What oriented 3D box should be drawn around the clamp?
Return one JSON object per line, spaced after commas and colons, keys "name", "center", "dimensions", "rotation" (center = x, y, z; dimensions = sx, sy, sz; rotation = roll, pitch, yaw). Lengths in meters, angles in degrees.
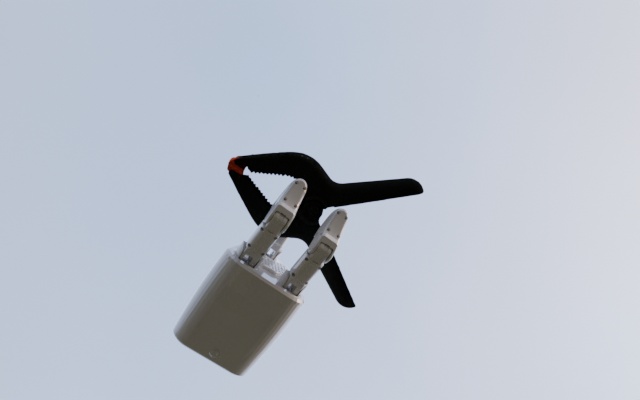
{"name": "clamp", "center": [-0.001, 0.001, 0.521], "dimensions": [0.210, 0.164, 0.036], "rotation": [36, 3, -13]}
